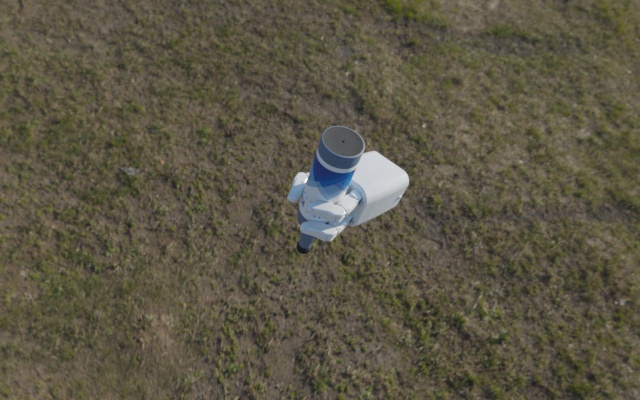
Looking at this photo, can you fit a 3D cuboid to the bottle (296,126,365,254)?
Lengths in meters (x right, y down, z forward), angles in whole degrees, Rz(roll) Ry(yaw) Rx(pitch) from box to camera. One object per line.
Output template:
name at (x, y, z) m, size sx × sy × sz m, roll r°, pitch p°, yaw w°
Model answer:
bottle at (0.000, 0.003, 0.815) m, size 0.069 × 0.069 × 0.296 m, roll 0°, pitch -38°, yaw -17°
